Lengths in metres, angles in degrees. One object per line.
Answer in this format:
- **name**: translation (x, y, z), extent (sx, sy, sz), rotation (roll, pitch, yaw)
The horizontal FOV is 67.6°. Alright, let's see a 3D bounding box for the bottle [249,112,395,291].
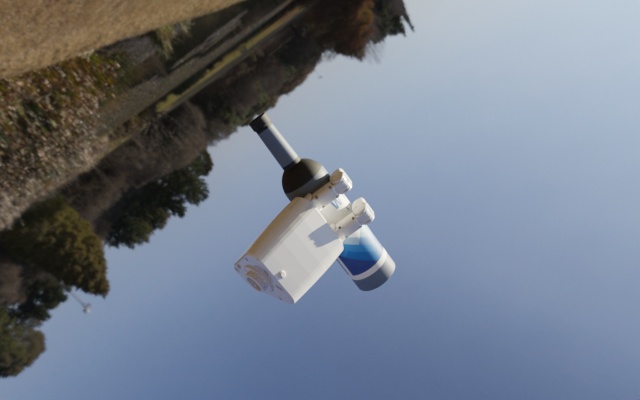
- **bottle**: translation (0.000, 0.002, 0.680), extent (0.069, 0.296, 0.069), rotation (-33, 18, 12)
